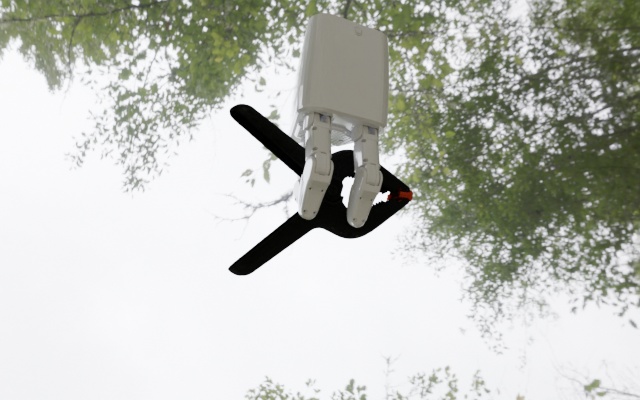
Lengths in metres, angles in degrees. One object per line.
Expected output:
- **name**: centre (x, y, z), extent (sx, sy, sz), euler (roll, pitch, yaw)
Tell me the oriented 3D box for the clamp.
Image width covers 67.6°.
- **clamp**: centre (0.000, 0.002, 0.491), extent (0.210, 0.164, 0.036), euler (10, -9, -24)
